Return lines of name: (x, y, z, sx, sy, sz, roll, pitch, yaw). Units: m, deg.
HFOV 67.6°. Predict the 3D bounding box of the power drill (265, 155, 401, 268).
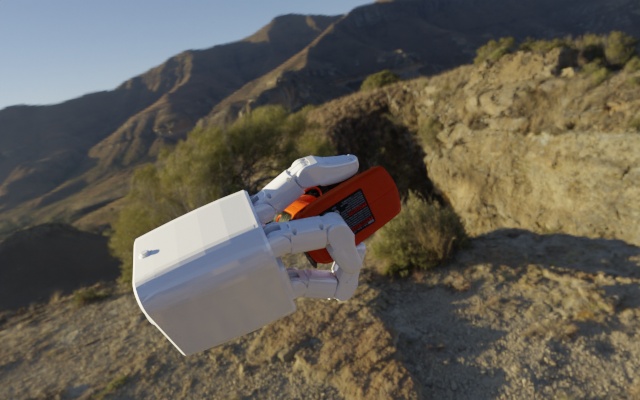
power drill: (0.000, 0.002, 0.509, 0.184, 0.057, 0.187, -34, 16, -22)
